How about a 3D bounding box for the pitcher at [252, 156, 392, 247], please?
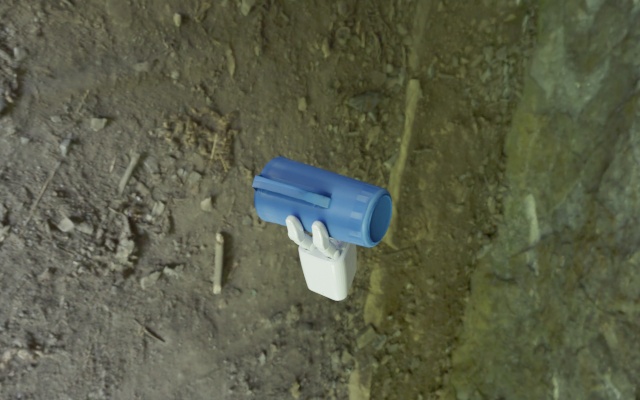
[{"bbox_3d":[0.000,0.003,0.886,0.243,0.145,0.149,15,41,31],"label":"pitcher"}]
